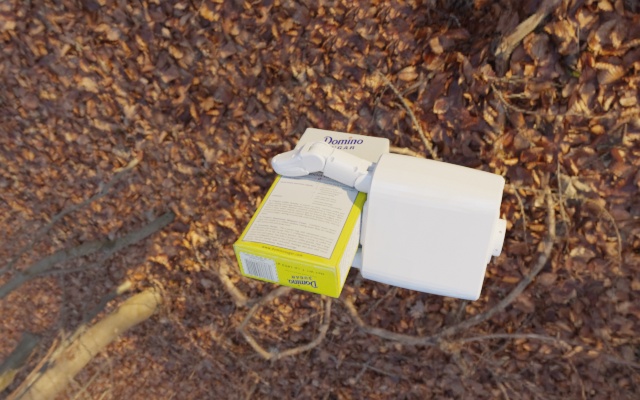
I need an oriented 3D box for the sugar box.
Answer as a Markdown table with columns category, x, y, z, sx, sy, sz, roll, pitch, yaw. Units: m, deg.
| category | x | y | z | sx | sy | sz | roll | pitch | yaw |
| --- | --- | --- | --- | --- | --- | --- | --- | --- | --- |
| sugar box | 0.000 | 0.002 | 0.450 | 0.093 | 0.048 | 0.176 | 11 | 43 | 18 |
